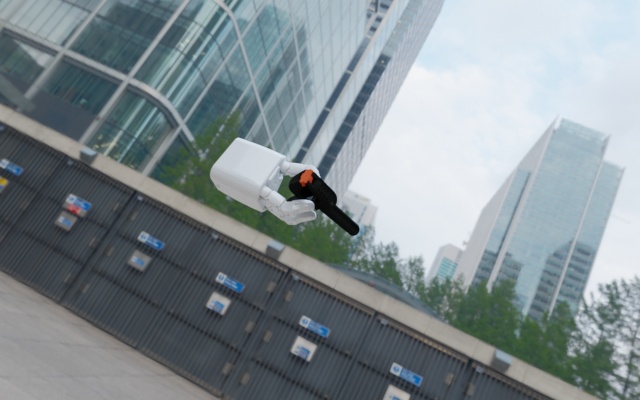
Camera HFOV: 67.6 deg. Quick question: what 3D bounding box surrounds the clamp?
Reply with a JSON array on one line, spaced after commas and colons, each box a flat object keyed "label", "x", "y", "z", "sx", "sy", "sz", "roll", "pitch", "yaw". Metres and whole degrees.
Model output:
[{"label": "clamp", "x": 0.000, "y": 0.002, "z": 0.896, "sx": 0.164, "sy": 0.036, "sz": 0.210, "roll": 23, "pitch": -18, "yaw": 11}]
